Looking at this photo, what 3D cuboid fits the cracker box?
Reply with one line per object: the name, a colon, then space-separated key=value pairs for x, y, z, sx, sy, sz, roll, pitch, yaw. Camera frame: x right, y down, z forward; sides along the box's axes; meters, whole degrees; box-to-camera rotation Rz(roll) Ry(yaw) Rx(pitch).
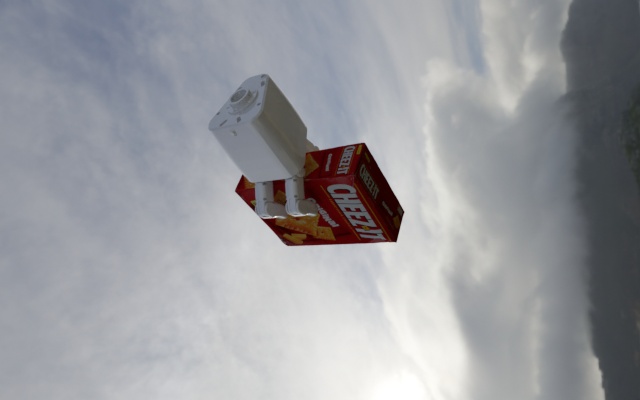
cracker box: x=0.000 y=0.002 z=0.749 sx=0.214 sy=0.072 sz=0.164 roll=-5 pitch=-40 yaw=32
